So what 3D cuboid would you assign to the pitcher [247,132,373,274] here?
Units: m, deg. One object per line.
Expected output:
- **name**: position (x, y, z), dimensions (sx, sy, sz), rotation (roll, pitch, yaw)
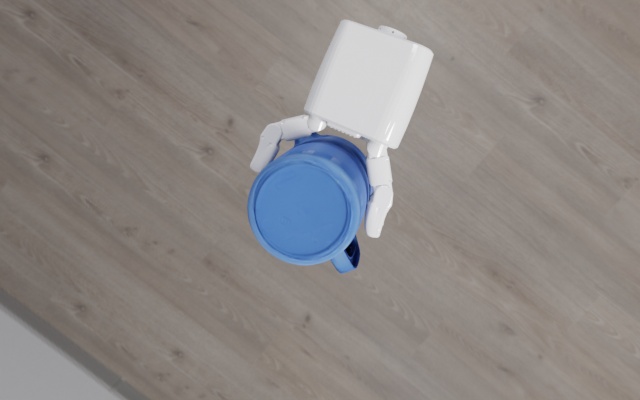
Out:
- **pitcher**: position (0.000, 0.002, 0.555), dimensions (0.149, 0.145, 0.243), rotation (24, 11, 2)
